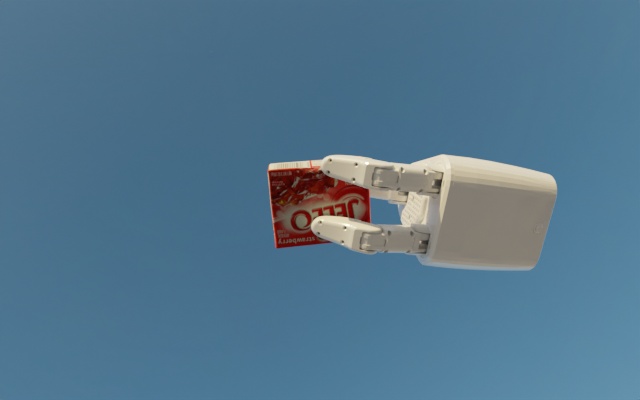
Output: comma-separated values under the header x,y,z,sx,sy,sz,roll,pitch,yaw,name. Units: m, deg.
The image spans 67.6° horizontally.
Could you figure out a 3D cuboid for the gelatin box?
x,y,z,sx,sy,sz,roll,pitch,yaw,name
0.000,0.001,0.431,0.089,0.073,0.030,-5,16,-2,gelatin box
